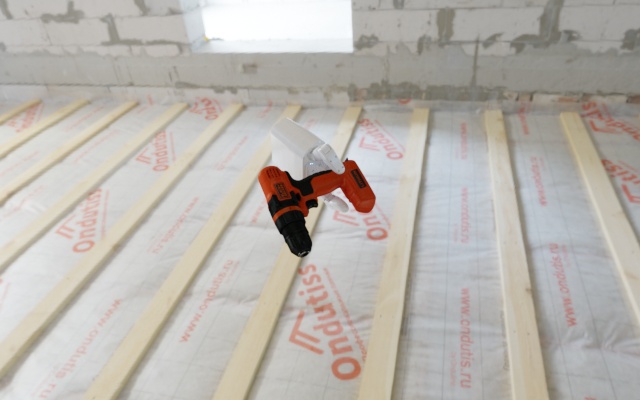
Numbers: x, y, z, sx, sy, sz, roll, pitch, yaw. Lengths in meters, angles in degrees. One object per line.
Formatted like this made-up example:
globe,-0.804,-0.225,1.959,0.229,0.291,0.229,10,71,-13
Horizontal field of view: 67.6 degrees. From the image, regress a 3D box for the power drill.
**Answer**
power drill,0.000,0.002,0.845,0.187,0.184,0.057,-12,-31,-24
